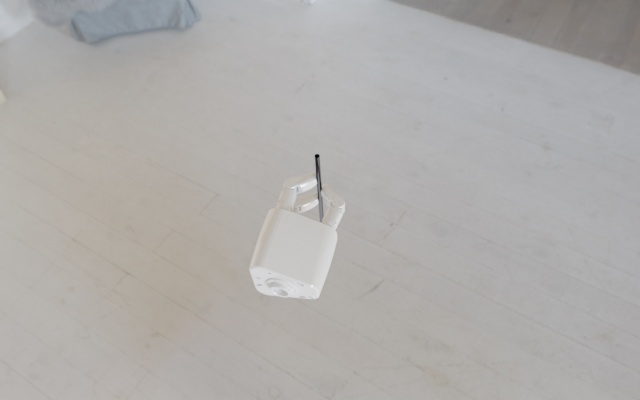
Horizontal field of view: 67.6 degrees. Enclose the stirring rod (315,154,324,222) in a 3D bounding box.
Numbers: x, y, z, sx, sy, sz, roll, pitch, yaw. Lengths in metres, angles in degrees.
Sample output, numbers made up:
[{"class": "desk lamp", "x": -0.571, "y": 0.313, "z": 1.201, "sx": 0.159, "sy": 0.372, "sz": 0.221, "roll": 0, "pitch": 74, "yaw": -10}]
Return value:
[{"class": "stirring rod", "x": 0.000, "y": 0.003, "z": 0.826, "sx": 0.011, "sy": 0.011, "sz": 0.240, "roll": 0, "pitch": -36, "yaw": 3}]
